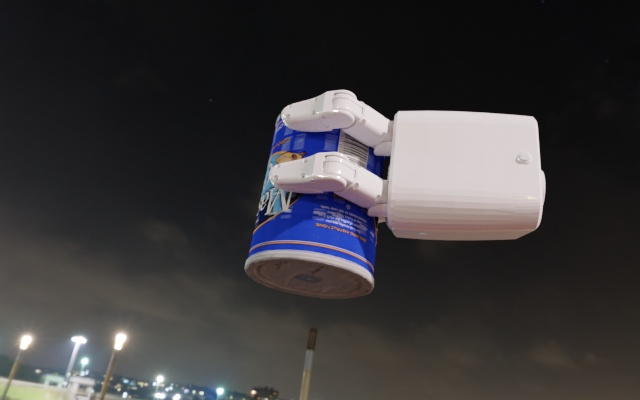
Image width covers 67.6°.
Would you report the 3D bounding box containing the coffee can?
[{"bbox_3d":[0.000,0.001,0.406,0.103,0.140,0.103,7,-25,3],"label":"coffee can"}]
